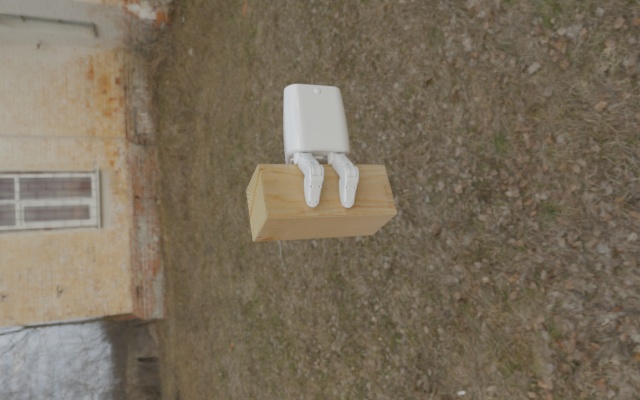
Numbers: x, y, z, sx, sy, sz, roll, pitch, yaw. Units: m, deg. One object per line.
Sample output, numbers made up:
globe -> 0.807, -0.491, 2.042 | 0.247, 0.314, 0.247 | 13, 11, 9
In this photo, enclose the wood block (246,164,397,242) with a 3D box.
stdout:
wood block -> 0.000, 0.002, 0.738 | 0.206, 0.090, 0.091 | -1, -25, -23
